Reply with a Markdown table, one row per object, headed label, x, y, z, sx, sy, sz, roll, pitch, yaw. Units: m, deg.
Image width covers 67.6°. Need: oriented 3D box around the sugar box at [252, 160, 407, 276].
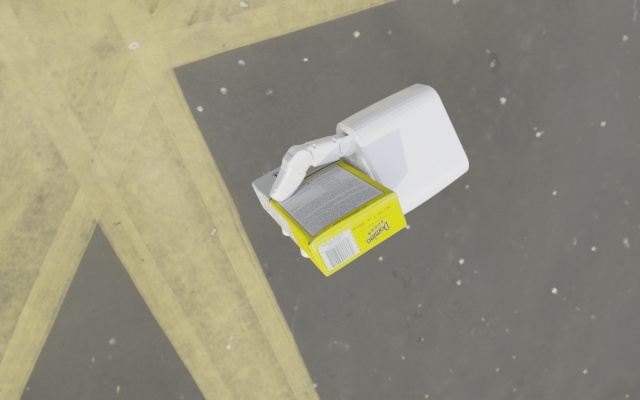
| label | x | y | z | sx | sy | sz | roll | pitch | yaw |
| --- | --- | --- | --- | --- | --- | --- | --- | --- | --- |
| sugar box | 0.000 | 0.002 | 0.497 | 0.093 | 0.048 | 0.176 | -30 | 27 | -12 |
